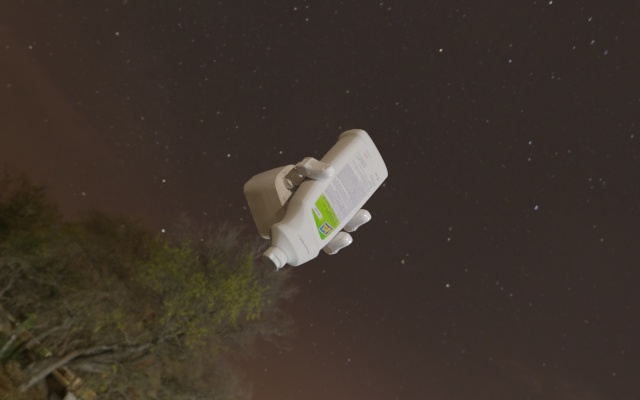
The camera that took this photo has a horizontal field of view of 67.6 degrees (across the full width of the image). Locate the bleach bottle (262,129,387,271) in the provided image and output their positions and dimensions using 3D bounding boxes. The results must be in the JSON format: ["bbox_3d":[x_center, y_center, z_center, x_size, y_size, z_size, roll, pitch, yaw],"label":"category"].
[{"bbox_3d":[0.000,0.002,0.705,0.068,0.102,0.250,-8,31,50],"label":"bleach bottle"}]
